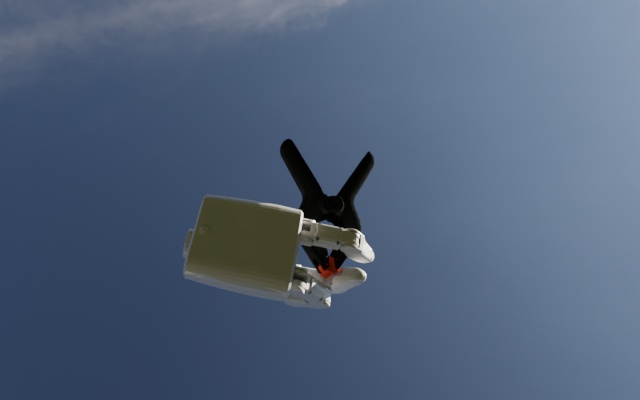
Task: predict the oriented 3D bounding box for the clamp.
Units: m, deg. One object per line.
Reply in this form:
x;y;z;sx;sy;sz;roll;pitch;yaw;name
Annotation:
0.000;0.002;0.566;0.120;0.171;0.039;12;-28;-6;clamp
